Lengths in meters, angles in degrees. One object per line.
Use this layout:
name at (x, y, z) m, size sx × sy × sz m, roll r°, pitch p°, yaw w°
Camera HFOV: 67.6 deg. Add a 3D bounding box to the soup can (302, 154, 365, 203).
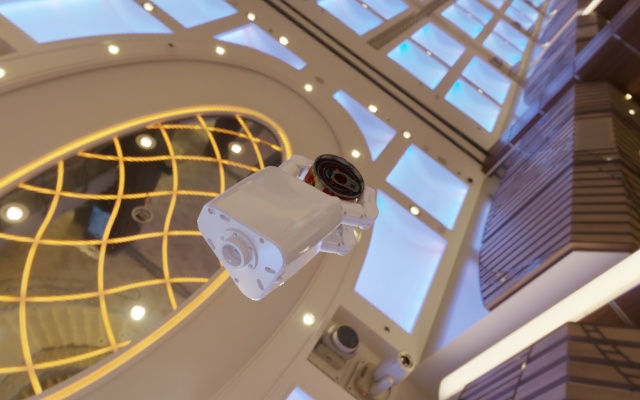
soup can at (0.000, 0.002, 0.592) m, size 0.068 × 0.068 × 0.102 m, roll 0°, pitch -39°, yaw -35°
